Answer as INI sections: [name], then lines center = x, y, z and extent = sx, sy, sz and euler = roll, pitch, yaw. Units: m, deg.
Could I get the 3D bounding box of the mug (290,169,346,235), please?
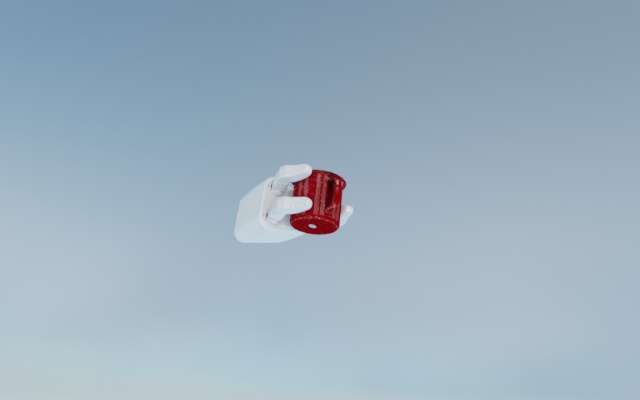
[mug]
center = 0.001, 0.002, 0.772
extent = 0.093, 0.081, 0.117
euler = 19, -27, -28
